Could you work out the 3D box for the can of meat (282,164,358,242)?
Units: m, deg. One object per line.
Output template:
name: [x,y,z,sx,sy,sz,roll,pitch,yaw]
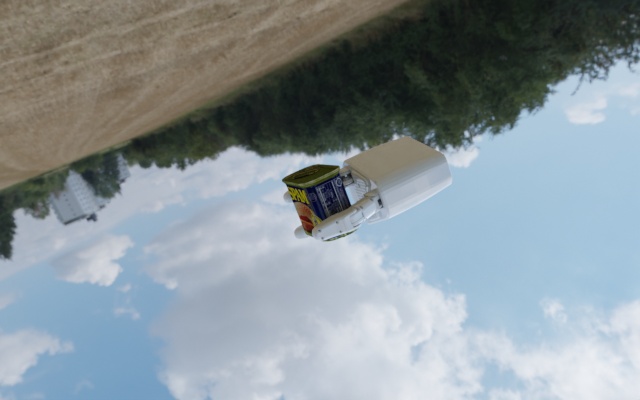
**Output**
can of meat: [0.000,0.002,0.624,0.057,0.084,0.102,-26,15,-18]
